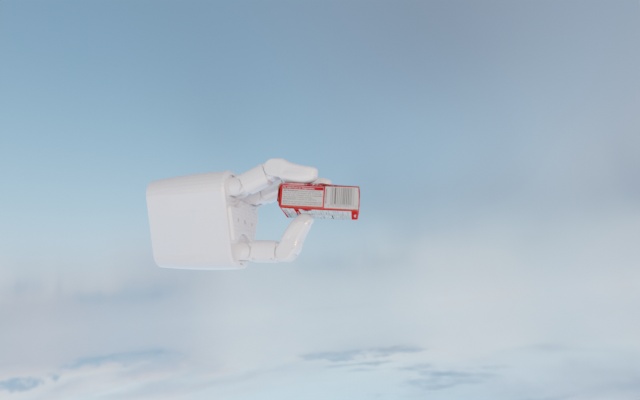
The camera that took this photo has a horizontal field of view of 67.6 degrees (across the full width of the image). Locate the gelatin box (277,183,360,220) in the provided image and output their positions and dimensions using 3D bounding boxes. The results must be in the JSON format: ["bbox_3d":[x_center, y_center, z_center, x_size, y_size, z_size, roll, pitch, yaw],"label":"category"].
[{"bbox_3d":[0.000,0.002,0.543,0.089,0.030,0.073,3,-10,5],"label":"gelatin box"}]
